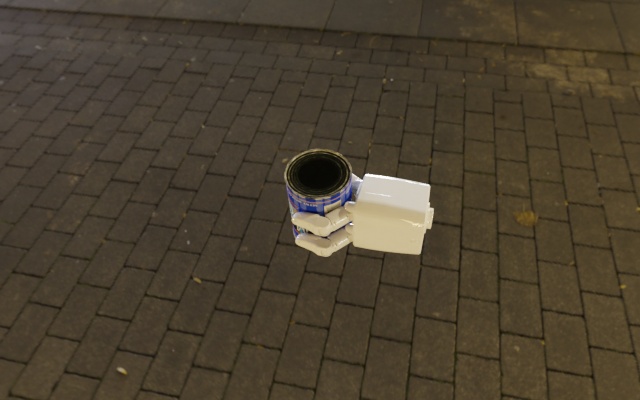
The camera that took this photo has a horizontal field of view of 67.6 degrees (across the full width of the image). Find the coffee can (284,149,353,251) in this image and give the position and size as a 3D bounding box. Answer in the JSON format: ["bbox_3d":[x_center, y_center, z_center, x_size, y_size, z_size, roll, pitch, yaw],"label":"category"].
[{"bbox_3d":[0.000,0.003,0.768,0.103,0.102,0.140,0,-40,4],"label":"coffee can"}]
